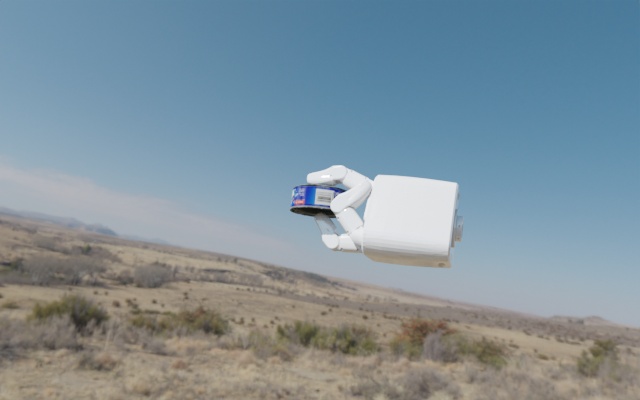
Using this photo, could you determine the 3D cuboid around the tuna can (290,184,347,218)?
[{"bbox_3d":[0.000,0.002,0.685,0.086,0.033,0.086,6,-10,1],"label":"tuna can"}]
